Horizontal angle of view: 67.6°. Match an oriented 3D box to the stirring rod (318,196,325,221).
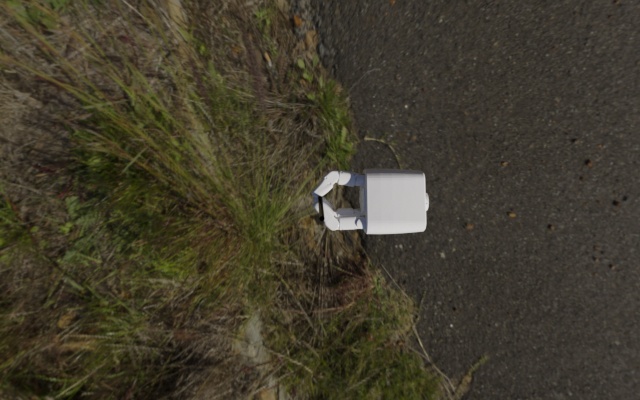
[{"bbox_3d":[0.000,0.003,0.811,0.011,0.011,0.239,0,11,-1],"label":"stirring rod"}]
